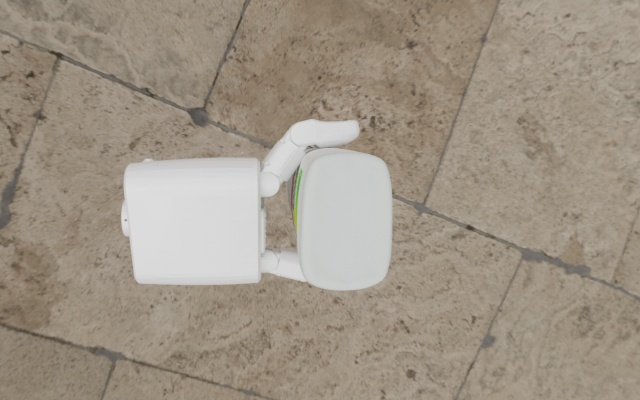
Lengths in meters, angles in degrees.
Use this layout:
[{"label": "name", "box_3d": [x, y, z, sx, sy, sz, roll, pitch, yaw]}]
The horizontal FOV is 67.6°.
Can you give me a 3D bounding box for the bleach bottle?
[{"label": "bleach bottle", "box_3d": [0.000, 0.001, 0.454, 0.068, 0.102, 0.251, 1, 6, -9]}]
